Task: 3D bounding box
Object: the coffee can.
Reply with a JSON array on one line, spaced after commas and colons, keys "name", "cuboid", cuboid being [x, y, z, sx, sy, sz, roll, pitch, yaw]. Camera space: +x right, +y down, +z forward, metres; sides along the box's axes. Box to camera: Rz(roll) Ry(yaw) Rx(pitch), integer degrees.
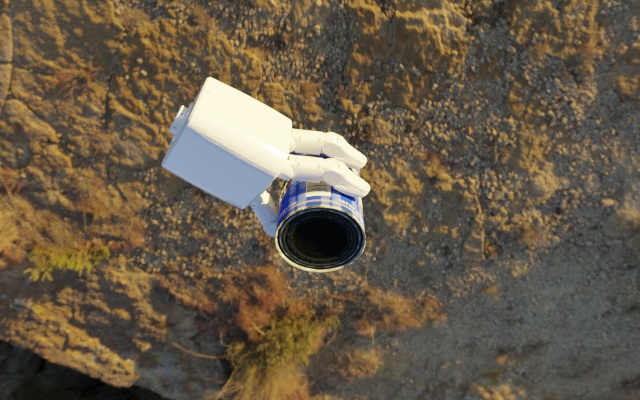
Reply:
[{"name": "coffee can", "cuboid": [0.000, 0.002, 0.585, 0.103, 0.103, 0.140, 0, 39, 0]}]
